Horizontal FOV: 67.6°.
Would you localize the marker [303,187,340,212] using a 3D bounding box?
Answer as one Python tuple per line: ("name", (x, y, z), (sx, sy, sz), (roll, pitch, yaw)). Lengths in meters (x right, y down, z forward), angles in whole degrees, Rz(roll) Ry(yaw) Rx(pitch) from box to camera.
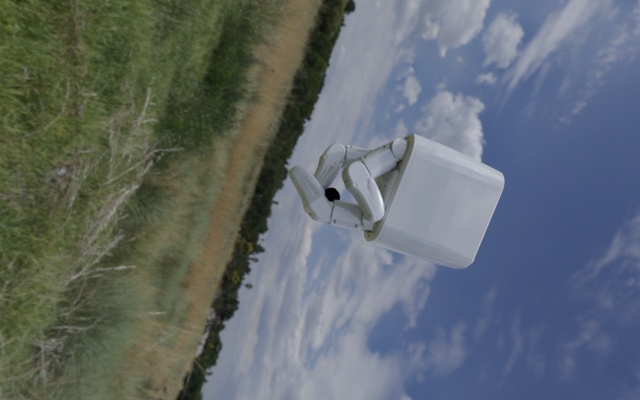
("marker", (0.000, 0.002, 0.534), (0.020, 0.020, 0.121), (0, -6, -12))
